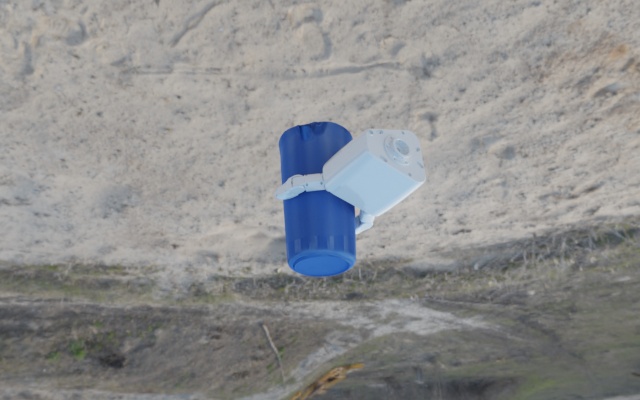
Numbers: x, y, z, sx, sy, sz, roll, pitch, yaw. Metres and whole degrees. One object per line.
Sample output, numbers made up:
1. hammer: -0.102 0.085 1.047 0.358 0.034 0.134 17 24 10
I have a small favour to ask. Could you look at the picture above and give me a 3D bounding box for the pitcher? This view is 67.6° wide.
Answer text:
1. pitcher: 0.000 0.003 0.808 0.149 0.242 0.145 16 -34 -30
